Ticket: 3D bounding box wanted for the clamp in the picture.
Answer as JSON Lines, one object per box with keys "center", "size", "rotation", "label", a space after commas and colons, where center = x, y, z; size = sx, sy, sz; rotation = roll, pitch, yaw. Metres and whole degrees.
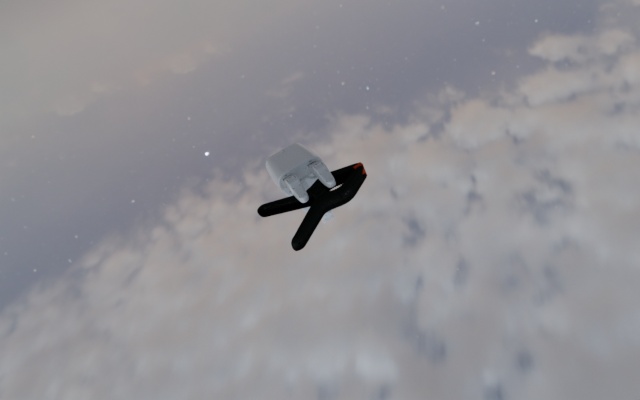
{"center": [0.001, 0.003, 0.853], "size": [0.210, 0.036, 0.164], "rotation": [-30, 34, -8], "label": "clamp"}
